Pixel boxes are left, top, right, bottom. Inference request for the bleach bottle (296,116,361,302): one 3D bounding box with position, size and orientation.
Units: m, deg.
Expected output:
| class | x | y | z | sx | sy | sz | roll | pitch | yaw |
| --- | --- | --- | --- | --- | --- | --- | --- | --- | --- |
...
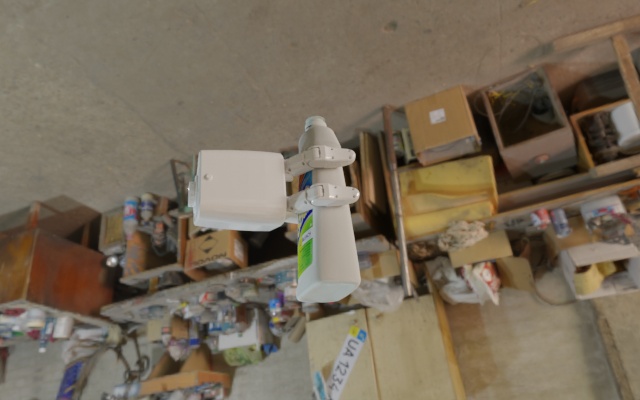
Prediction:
| class | x | y | z | sx | sy | sz | roll | pitch | yaw |
| --- | --- | --- | --- | --- | --- | --- | --- | --- | --- |
| bleach bottle | 0.000 | 0.002 | 0.644 | 0.068 | 0.250 | 0.103 | 4 | -27 | -19 |
